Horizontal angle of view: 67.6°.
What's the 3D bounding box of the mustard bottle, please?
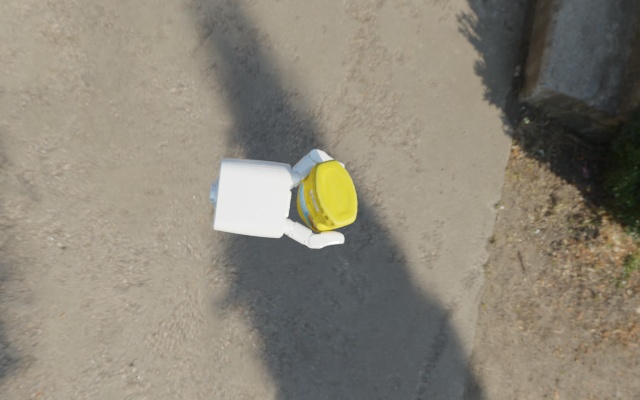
[{"bbox_3d":[0.001,0.002,0.759,0.058,0.096,0.191,-18,-4,-16],"label":"mustard bottle"}]
